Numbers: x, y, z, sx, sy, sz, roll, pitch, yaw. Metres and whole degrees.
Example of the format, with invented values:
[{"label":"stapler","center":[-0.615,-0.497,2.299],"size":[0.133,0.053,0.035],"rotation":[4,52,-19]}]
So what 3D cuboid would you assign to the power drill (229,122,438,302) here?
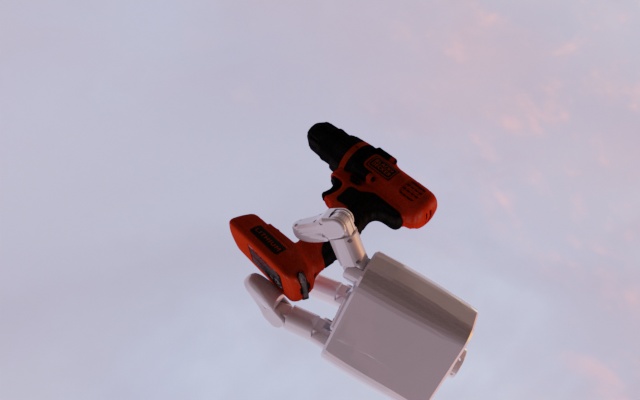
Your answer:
[{"label":"power drill","center":[0.000,0.002,0.508],"size":[0.187,0.057,0.184],"rotation":[-37,55,-21]}]
